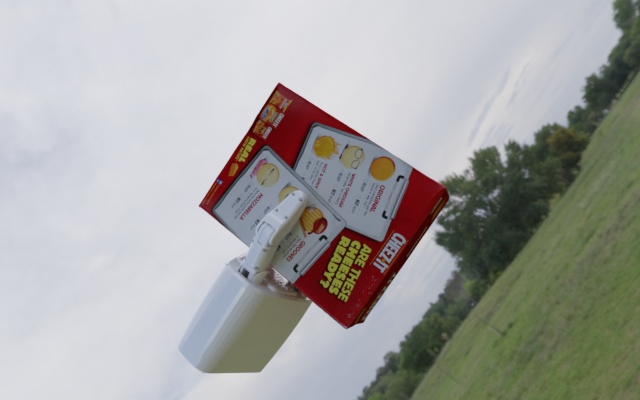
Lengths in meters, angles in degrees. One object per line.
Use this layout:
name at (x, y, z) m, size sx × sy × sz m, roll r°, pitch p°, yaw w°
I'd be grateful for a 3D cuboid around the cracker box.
cracker box at (0.000, 0.002, 0.506) m, size 0.213 × 0.164 × 0.072 m, roll 36°, pitch 5°, yaw 21°
